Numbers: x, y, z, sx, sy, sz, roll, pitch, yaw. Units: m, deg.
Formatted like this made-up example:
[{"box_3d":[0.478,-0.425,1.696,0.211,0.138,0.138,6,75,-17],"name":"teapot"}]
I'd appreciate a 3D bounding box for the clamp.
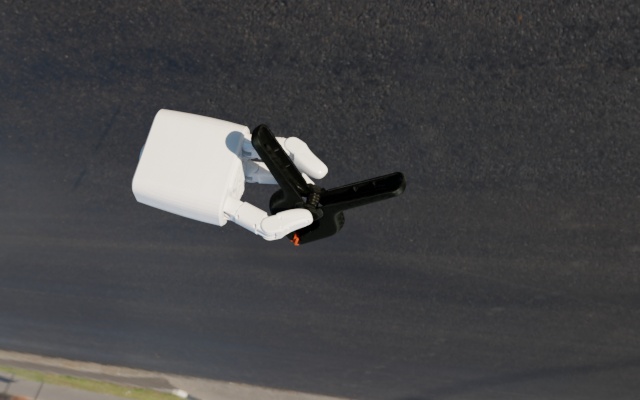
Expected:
[{"box_3d":[0.000,0.003,0.557,0.164,0.036,0.210,16,-31,3],"name":"clamp"}]
